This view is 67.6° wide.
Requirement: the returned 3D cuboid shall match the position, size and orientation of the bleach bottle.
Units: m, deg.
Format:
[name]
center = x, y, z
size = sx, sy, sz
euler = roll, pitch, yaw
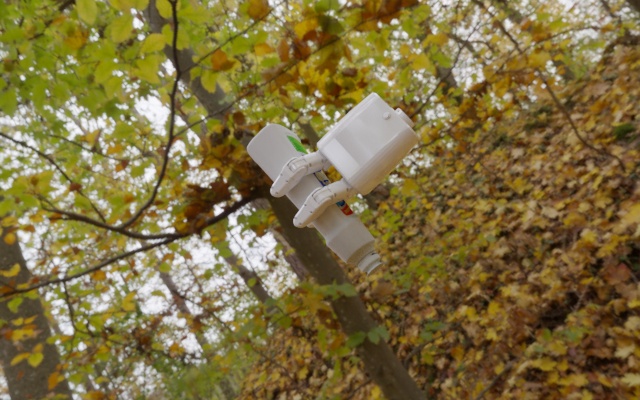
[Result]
[bleach bottle]
center = 0.000, 0.002, 0.676
size = 0.068, 0.250, 0.102
euler = -44, -21, 10
